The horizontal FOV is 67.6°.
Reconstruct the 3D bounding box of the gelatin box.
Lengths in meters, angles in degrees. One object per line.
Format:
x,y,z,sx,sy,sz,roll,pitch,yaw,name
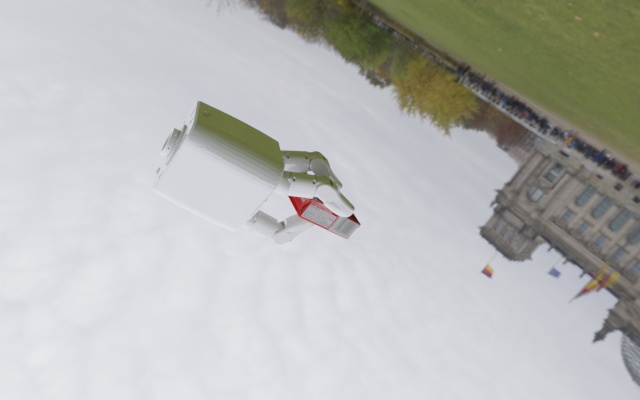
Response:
0.000,0.002,0.590,0.089,0.030,0.073,28,21,-38,gelatin box
